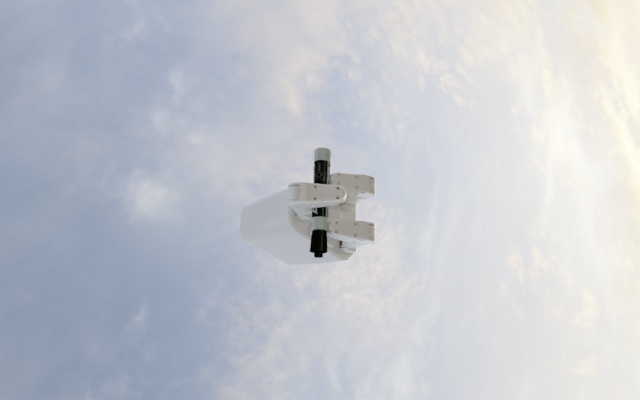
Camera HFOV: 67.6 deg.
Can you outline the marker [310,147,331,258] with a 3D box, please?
[{"bbox_3d":[0.000,0.002,0.516,0.020,0.121,0.020,2,-17,1],"label":"marker"}]
